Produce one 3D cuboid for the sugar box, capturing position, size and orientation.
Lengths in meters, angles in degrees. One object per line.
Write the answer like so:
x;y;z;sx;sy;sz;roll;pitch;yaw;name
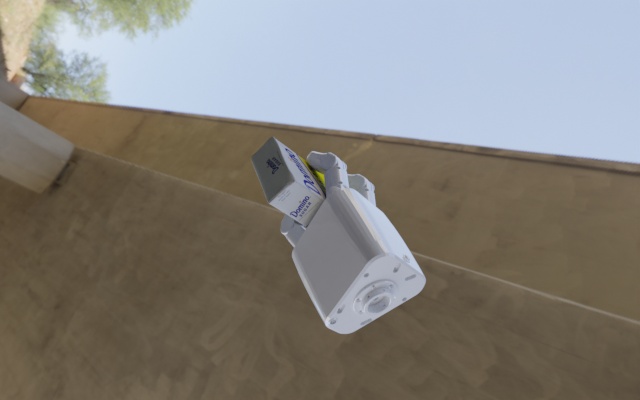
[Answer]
0.001;0.002;0.582;0.176;0.048;0.093;38;16;-41;sugar box
